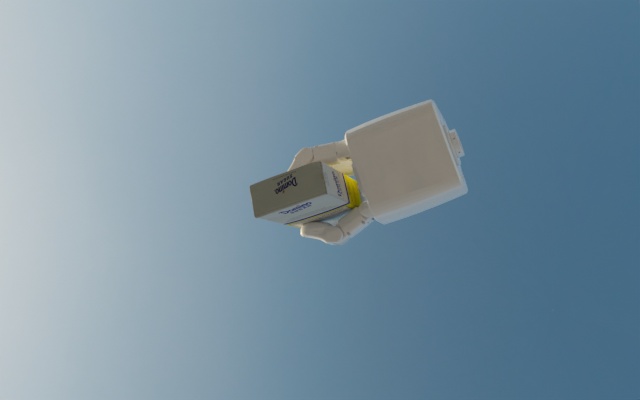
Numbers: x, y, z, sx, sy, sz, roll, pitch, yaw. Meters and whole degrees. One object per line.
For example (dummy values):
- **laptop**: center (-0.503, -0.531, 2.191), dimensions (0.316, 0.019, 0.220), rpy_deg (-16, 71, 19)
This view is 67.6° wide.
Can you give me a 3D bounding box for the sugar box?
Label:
- **sugar box**: center (0.000, 0.001, 0.588), dimensions (0.093, 0.048, 0.176), rpy_deg (-18, -19, 21)
